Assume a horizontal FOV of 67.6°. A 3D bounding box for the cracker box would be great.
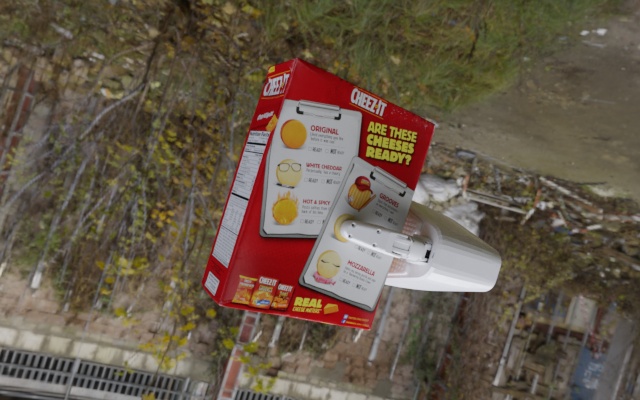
[{"bbox_3d":[0.000,0.002,0.452,0.164,0.213,0.072,18,-1,-31],"label":"cracker box"}]
